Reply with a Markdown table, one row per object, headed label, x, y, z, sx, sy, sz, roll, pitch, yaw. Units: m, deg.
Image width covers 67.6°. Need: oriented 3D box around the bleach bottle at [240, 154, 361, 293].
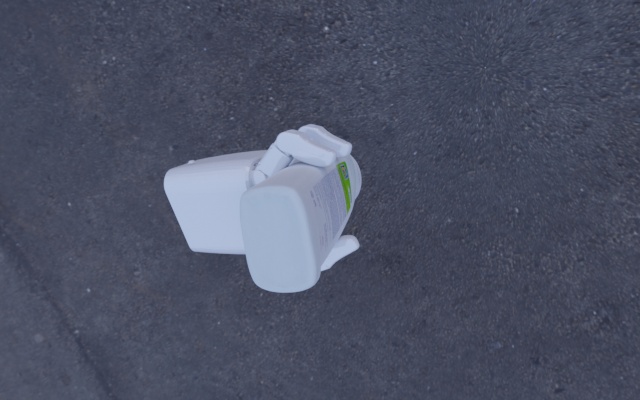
| label | x | y | z | sx | sy | sz | roll | pitch | yaw |
| --- | --- | --- | --- | --- | --- | --- | --- | --- | --- |
| bleach bottle | 0.000 | 0.002 | 0.523 | 0.068 | 0.102 | 0.250 | -4 | 13 | 20 |
